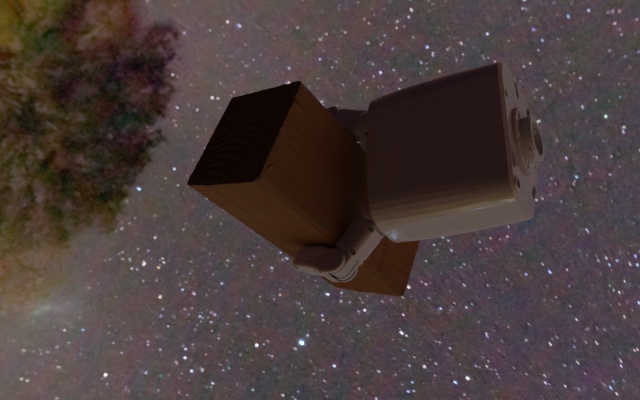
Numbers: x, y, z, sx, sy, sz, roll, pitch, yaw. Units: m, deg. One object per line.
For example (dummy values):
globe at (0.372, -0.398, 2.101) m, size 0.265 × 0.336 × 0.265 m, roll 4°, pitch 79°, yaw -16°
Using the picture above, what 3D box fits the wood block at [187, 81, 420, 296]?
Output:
wood block at (0.000, 0.002, 0.428) m, size 0.090 × 0.090 × 0.206 m, roll 0°, pitch -31°, yaw 43°
